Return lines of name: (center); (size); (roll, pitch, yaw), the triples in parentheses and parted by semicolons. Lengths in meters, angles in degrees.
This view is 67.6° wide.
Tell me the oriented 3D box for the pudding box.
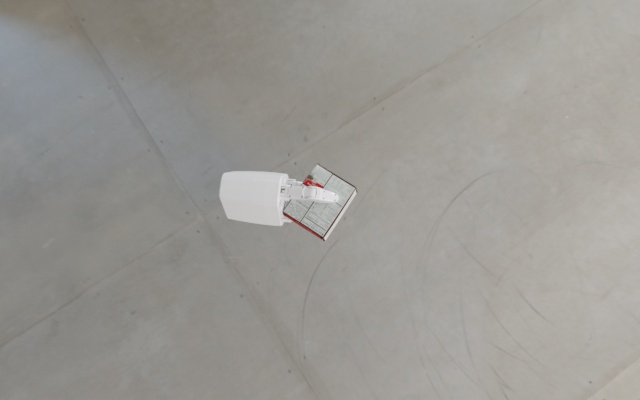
pudding box: (0.000, 0.003, 0.855); (0.090, 0.113, 0.039); (33, -7, 10)
